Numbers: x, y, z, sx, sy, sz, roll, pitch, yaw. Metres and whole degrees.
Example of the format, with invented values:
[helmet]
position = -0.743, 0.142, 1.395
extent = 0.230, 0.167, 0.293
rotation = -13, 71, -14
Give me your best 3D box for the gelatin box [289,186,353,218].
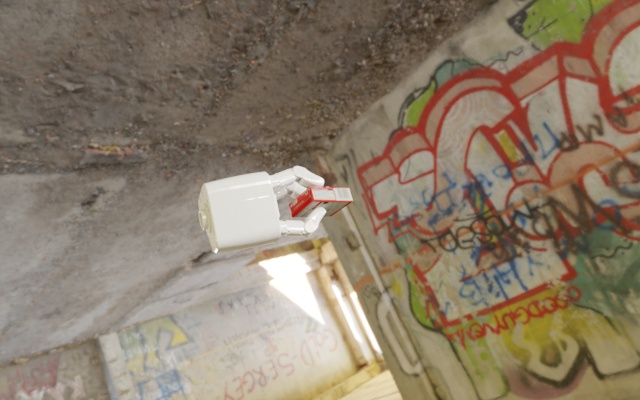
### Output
[gelatin box]
position = 0.001, 0.003, 0.844
extent = 0.089, 0.030, 0.073
rotation = 1, -25, -34
